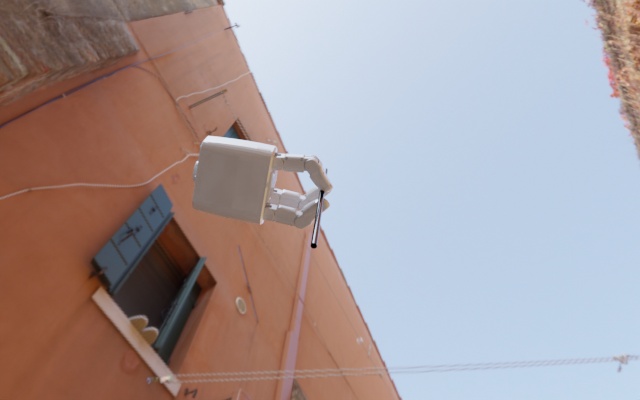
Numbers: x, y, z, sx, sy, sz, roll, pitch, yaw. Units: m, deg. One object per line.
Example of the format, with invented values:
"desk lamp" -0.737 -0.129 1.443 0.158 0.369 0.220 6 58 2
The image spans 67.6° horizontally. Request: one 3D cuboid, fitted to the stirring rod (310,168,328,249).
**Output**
"stirring rod" 0.000 0.002 0.679 0.011 0.011 0.239 0 26 4
